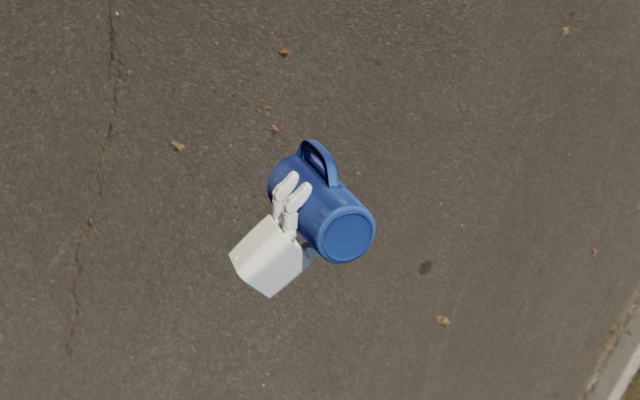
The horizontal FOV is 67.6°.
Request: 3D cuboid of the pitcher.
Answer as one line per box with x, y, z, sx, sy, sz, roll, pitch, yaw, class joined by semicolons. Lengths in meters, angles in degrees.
0.000;0.003;0.866;0.149;0.145;0.242;49;-2;-33;pitcher
